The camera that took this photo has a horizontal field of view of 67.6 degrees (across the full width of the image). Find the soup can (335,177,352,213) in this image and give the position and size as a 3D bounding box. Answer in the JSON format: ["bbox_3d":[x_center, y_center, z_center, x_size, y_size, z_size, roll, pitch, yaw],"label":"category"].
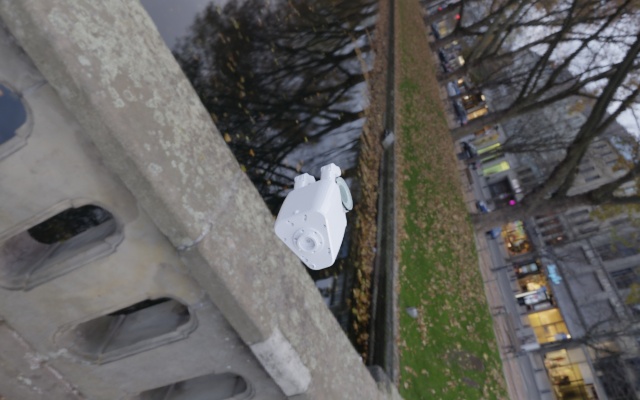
[{"bbox_3d":[0.001,0.003,0.895,0.102,0.068,0.068,-20,-7,20],"label":"soup can"}]
